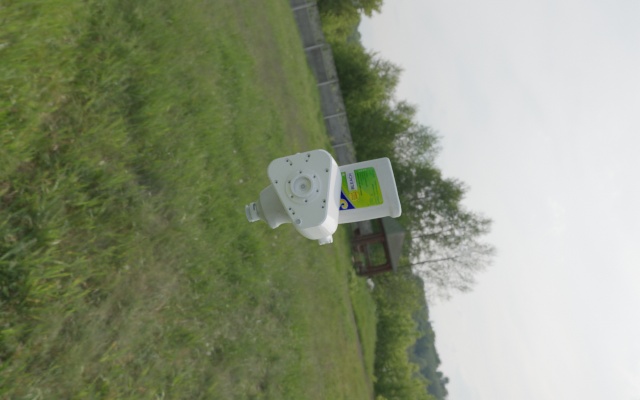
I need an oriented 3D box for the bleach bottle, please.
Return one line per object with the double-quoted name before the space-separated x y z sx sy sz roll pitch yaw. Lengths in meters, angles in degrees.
"bleach bottle" 0.000 0.003 0.797 0.251 0.102 0.068 -13 -13 5
